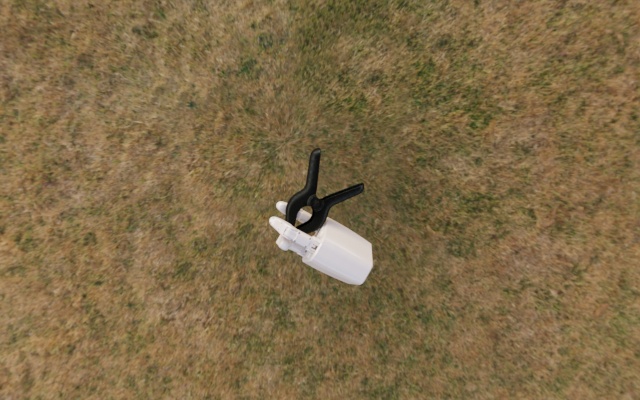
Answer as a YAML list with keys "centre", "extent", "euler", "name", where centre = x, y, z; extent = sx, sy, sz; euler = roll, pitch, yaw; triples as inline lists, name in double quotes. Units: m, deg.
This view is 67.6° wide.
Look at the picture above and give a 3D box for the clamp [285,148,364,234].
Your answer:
- centre: [0.000, 0.003, 0.882]
  extent: [0.120, 0.171, 0.039]
  euler: [29, 4, -8]
  name: "clamp"
